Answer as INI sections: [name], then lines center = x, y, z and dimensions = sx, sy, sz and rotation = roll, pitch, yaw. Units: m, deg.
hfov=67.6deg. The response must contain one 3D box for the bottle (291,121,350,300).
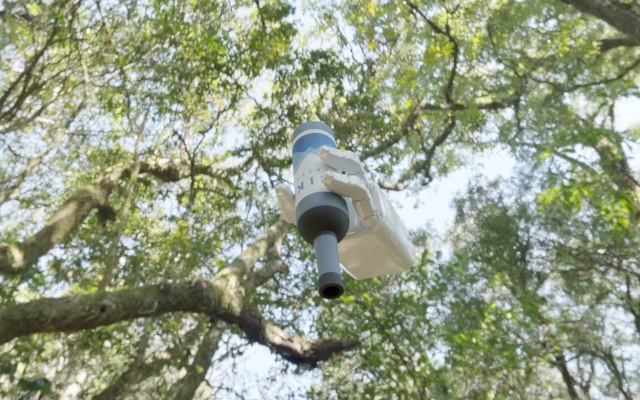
[bottle]
center = 0.000, 0.002, 0.619
dimensions = 0.069, 0.069, 0.295
rotation = 0, 41, -6
